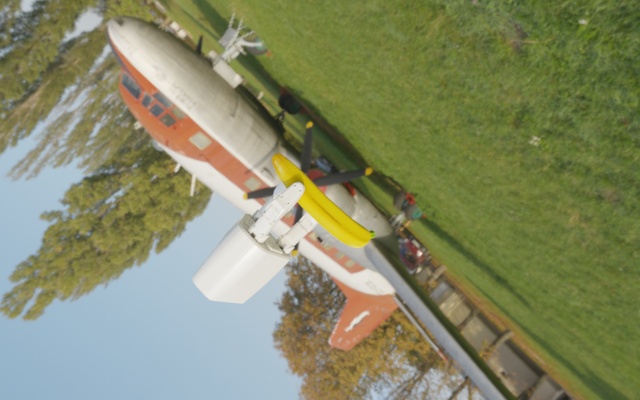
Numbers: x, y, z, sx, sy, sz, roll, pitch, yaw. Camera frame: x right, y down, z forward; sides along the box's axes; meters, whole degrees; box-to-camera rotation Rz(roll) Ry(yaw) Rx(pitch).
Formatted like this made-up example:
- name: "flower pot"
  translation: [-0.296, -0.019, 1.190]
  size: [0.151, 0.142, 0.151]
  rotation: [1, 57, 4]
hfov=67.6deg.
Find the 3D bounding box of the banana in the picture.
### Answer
- name: "banana"
  translation: [0.004, 0.010, 0.676]
  size: [0.198, 0.037, 0.069]
  rotation: [41, 10, -16]
